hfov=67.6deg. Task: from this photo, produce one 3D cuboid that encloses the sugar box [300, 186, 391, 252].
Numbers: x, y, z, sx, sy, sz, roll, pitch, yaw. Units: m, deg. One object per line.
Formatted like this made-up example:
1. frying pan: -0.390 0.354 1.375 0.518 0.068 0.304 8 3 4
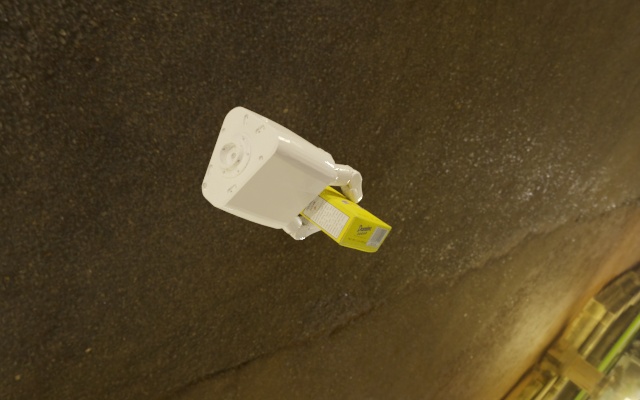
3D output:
1. sugar box: 0.000 0.002 0.634 0.176 0.048 0.093 38 11 35
